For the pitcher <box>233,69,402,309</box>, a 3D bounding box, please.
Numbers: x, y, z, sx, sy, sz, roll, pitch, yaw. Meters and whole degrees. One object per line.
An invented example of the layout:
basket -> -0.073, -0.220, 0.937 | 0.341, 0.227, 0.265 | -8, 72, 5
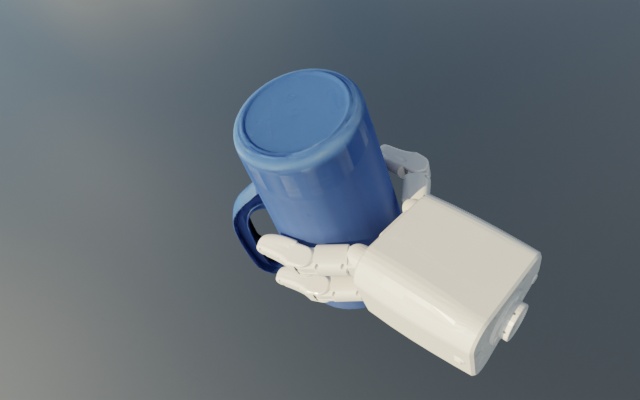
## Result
pitcher -> 0.000, 0.002, 0.460 | 0.145, 0.149, 0.243 | 30, -21, 32
